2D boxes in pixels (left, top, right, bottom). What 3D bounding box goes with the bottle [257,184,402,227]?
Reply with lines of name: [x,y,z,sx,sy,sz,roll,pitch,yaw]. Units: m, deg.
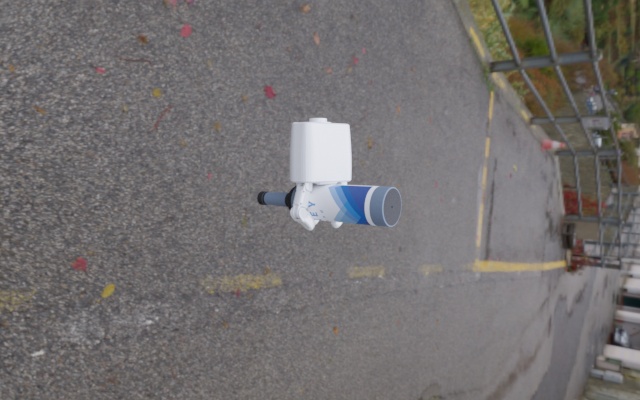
bottle: [0.000,0.003,0.870,0.295,0.069,0.069,4,2,37]
